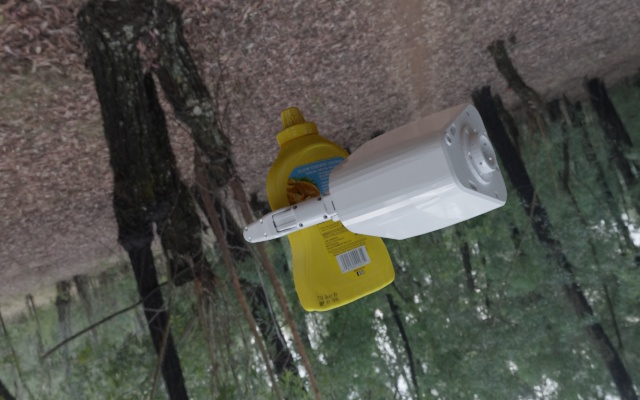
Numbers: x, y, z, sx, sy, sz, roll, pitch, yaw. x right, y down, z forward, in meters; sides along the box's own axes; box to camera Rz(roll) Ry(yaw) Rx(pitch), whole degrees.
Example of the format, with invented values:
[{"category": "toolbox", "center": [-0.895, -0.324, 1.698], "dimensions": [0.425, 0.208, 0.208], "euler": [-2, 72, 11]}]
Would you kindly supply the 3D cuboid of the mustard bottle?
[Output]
[{"category": "mustard bottle", "center": [0.000, 0.002, 0.461], "dimensions": [0.096, 0.191, 0.058], "euler": [-17, -4, -28]}]
